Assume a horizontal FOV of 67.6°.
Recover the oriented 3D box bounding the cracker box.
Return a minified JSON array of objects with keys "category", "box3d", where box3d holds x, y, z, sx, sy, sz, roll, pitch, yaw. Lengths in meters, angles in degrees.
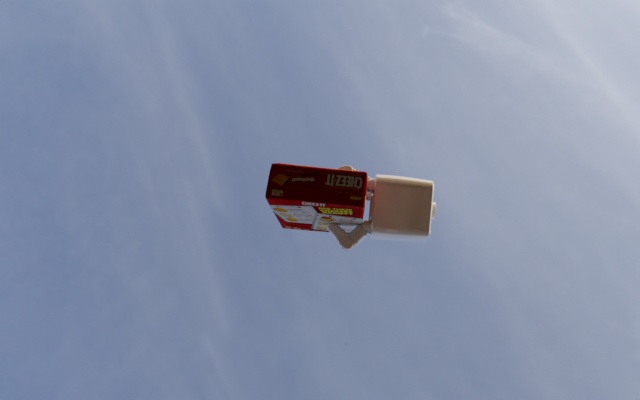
[{"category":"cracker box","box3d":[0.000,0.003,0.875,0.164,0.072,0.214,5,-16,5]}]
